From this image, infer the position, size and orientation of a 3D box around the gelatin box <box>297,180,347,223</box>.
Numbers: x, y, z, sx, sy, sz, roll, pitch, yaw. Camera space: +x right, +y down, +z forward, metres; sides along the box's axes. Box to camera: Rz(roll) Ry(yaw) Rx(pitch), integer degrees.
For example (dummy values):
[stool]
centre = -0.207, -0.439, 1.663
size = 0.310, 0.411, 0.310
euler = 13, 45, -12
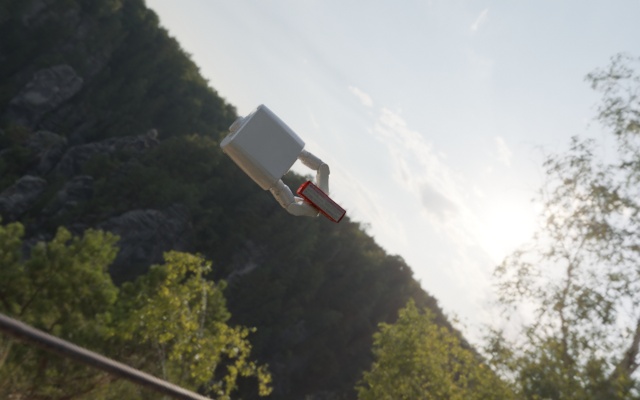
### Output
[gelatin box]
centre = 0.001, 0.003, 0.864
size = 0.089, 0.030, 0.073
euler = 39, -4, -6
